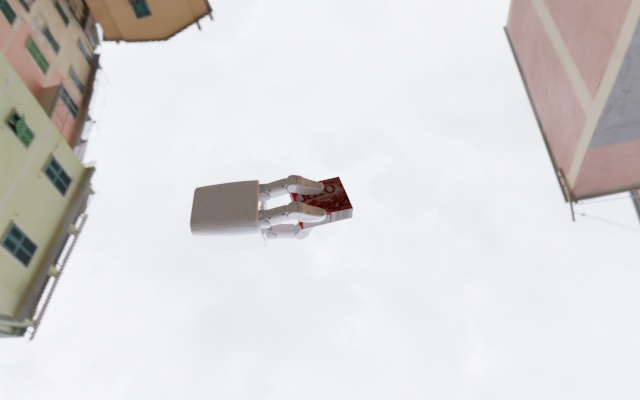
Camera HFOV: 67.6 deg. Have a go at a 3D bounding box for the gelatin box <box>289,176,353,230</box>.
[{"bbox_3d":[0.000,0.003,0.775,0.089,0.073,0.030,-12,-40,-11],"label":"gelatin box"}]
